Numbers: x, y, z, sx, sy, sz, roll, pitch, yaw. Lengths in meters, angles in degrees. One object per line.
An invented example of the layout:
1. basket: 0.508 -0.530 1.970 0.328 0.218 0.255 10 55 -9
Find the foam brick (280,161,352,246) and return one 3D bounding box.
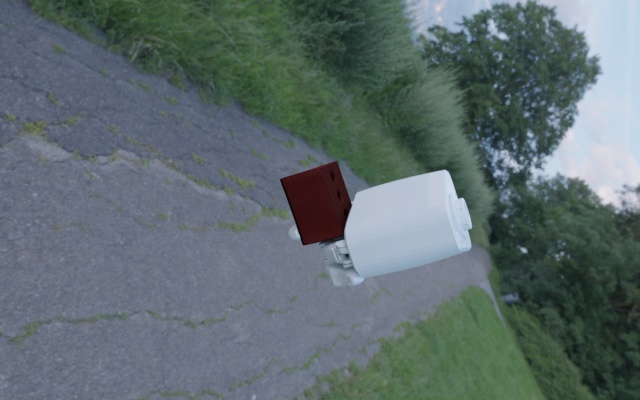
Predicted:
1. foam brick: 0.000 0.001 0.524 0.051 0.078 0.053 -17 6 26
